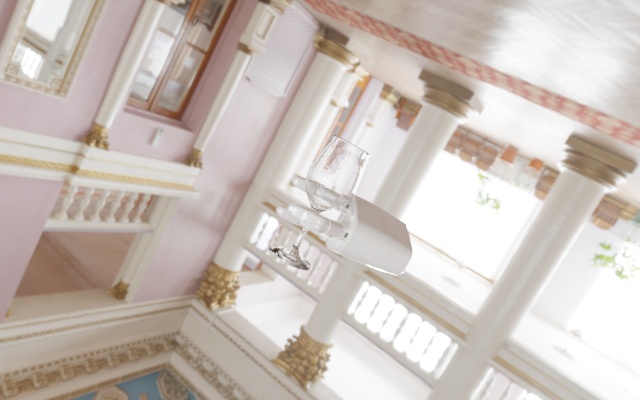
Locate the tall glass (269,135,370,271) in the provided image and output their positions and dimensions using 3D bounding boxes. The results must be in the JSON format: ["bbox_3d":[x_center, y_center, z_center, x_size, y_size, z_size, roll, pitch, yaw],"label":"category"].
[{"bbox_3d":[0.000,0.003,0.727,0.079,0.201,0.079,27,9,-5],"label":"tall glass"}]
